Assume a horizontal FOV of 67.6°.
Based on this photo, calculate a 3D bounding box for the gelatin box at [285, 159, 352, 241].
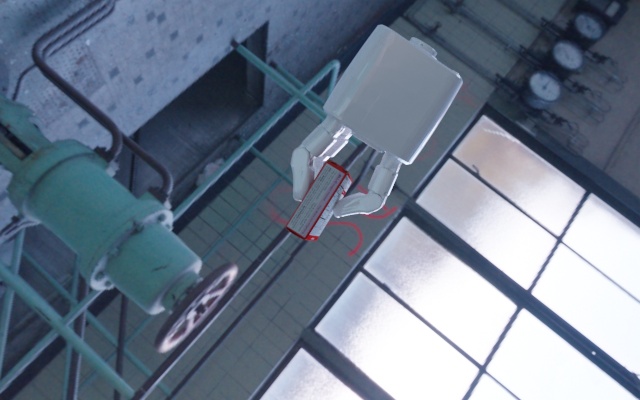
[{"bbox_3d":[0.000,0.002,0.540,0.030,0.089,0.073,31,0,9],"label":"gelatin box"}]
